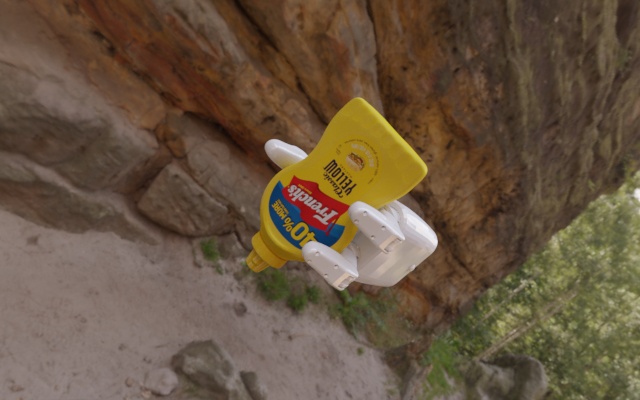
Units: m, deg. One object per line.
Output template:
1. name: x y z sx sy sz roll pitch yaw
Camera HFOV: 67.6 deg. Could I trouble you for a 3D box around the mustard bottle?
1. mustard bottle: 0.000 0.001 0.454 0.192 0.096 0.058 -43 -9 14
